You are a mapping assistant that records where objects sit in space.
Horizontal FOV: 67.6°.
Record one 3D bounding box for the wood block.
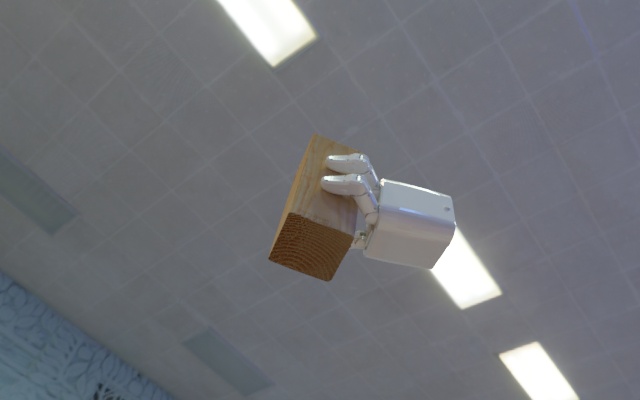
[{"bbox_3d":[0.000,0.003,0.684,0.090,0.091,0.206,21,35,-6],"label":"wood block"}]
